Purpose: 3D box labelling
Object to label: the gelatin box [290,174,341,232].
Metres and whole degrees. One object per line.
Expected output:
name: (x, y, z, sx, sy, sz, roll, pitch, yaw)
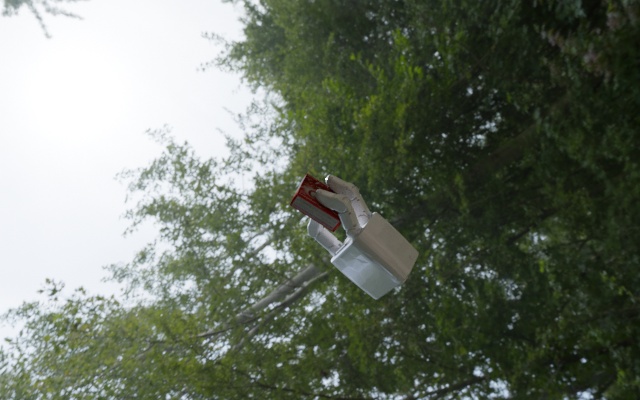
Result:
gelatin box: (0.000, 0.003, 0.806, 0.089, 0.030, 0.073, 32, 33, -6)
